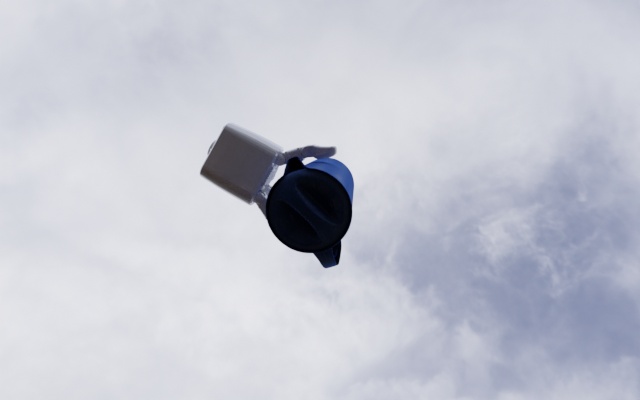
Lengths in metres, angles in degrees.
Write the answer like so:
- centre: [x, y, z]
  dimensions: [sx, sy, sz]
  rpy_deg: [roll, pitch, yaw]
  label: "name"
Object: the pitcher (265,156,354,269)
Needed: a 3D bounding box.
- centre: [0.000, 0.003, 0.830]
  dimensions: [0.145, 0.149, 0.242]
  rpy_deg: [26, 15, 2]
  label: "pitcher"
